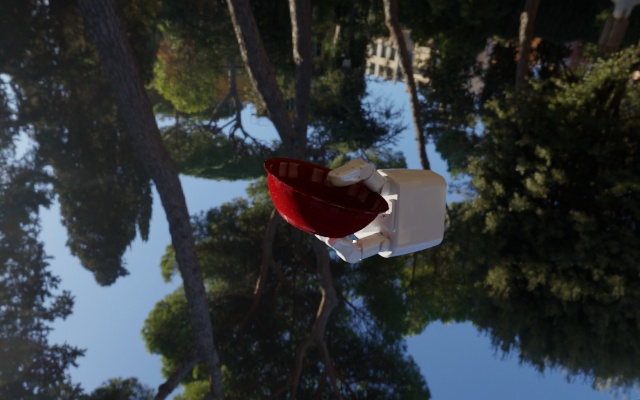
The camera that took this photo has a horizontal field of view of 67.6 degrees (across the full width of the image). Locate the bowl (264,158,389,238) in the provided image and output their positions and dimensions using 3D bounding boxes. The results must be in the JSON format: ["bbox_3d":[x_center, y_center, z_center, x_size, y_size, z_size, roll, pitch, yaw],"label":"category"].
[{"bbox_3d":[-0.001,0.002,0.590,0.162,0.055,0.162,19,16,-6],"label":"bowl"}]
